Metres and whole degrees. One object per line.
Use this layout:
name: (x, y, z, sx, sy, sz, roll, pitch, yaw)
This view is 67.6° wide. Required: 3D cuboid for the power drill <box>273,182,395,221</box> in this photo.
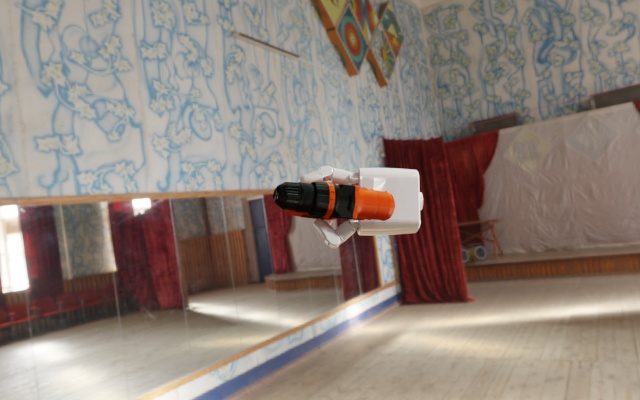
power drill: (0.000, 0.002, 0.759, 0.184, 0.057, 0.187, 8, -2, -18)
